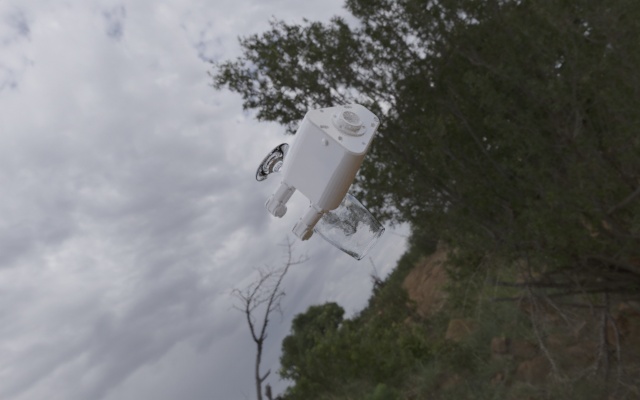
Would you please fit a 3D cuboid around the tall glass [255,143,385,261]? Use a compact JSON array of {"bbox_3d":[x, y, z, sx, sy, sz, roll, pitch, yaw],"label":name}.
[{"bbox_3d":[0.000,0.002,0.715,0.201,0.079,0.079,40,11,13],"label":"tall glass"}]
